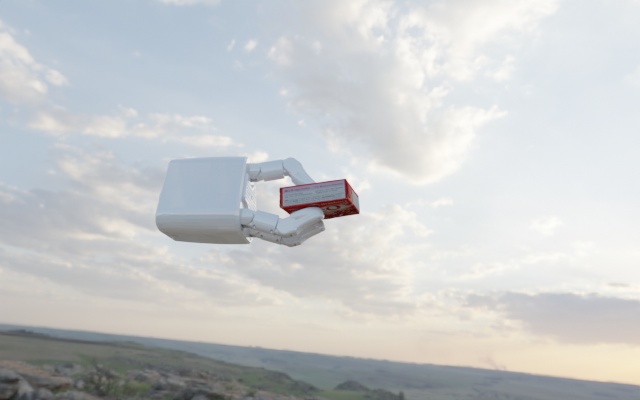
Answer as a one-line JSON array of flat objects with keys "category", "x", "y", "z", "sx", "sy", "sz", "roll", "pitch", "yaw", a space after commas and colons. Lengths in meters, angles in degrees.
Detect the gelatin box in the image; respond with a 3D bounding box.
[{"category": "gelatin box", "x": 0.000, "y": 0.002, "z": 0.614, "sx": 0.089, "sy": 0.030, "sz": 0.073, "roll": -8, "pitch": -19, "yaw": 14}]
